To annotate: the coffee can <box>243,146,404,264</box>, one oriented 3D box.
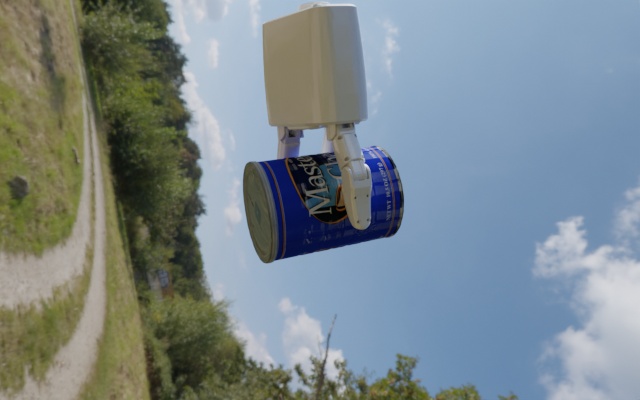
[{"bbox_3d":[0.000,0.002,0.498,0.140,0.103,0.103,-10,3,-21],"label":"coffee can"}]
